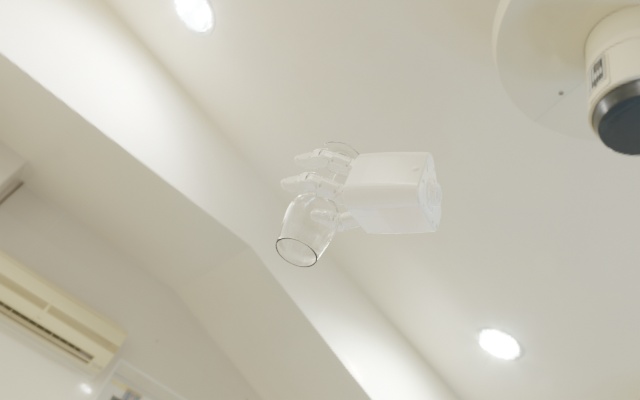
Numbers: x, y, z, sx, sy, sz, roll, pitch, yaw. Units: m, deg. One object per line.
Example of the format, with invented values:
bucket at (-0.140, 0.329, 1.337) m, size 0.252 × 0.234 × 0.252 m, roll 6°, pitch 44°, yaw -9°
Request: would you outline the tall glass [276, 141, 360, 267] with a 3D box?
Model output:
tall glass at (0.000, 0.002, 0.713) m, size 0.079 × 0.079 × 0.201 m, roll 0°, pitch 44°, yaw 29°
